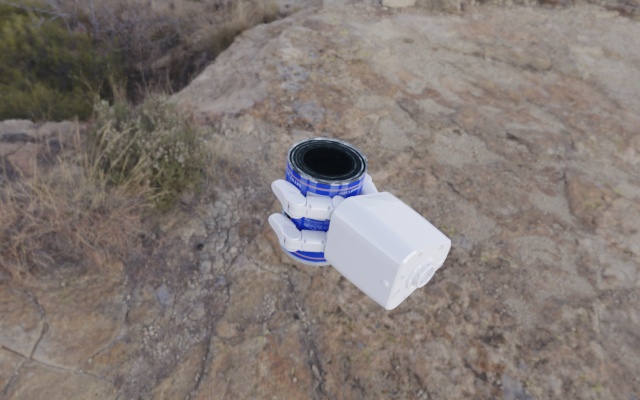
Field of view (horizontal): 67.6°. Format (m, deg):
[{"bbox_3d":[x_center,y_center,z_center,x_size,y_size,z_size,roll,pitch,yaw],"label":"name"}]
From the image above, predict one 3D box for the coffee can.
[{"bbox_3d":[0.000,0.002,0.637,0.103,0.140,0.102,6,38,-5],"label":"coffee can"}]
